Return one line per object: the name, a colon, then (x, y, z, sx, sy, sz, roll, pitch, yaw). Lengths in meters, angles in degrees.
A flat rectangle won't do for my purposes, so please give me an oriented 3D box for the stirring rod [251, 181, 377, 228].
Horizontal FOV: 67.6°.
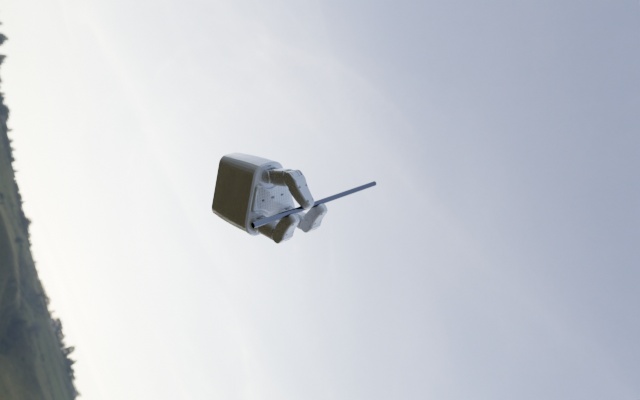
stirring rod: (0.000, 0.002, 0.692, 0.239, 0.011, 0.011, -19, 12, -40)
